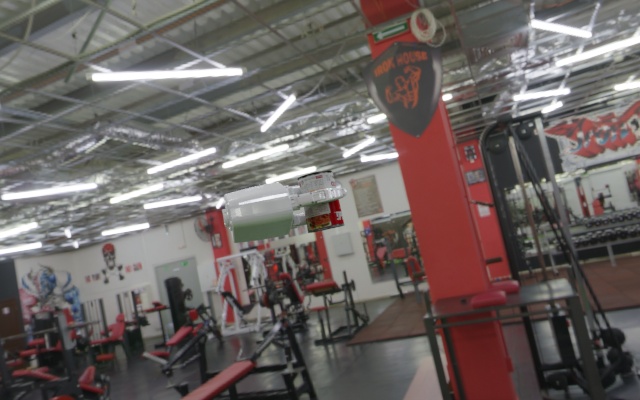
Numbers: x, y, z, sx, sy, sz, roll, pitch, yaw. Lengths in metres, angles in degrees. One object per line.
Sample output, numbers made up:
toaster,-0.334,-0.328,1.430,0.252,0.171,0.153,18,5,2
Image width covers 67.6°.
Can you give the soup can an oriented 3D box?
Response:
soup can,0.001,0.002,0.866,0.068,0.102,0.068,-12,-5,-1
